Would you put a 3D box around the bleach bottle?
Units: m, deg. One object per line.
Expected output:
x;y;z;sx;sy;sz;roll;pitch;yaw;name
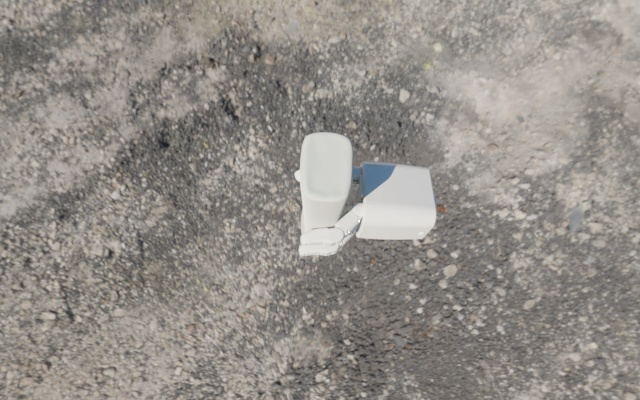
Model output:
0.000;0.002;0.718;0.068;0.102;0.251;4;-21;-3;bleach bottle
